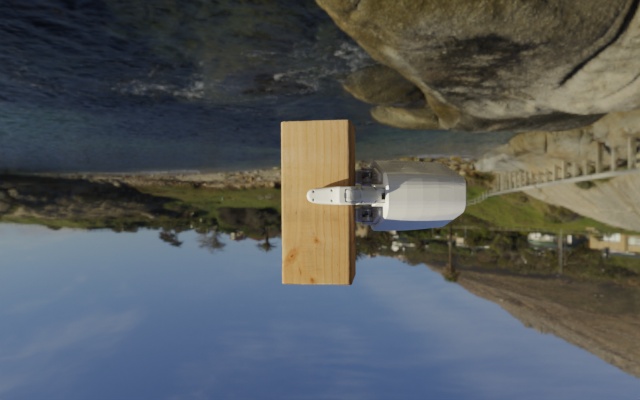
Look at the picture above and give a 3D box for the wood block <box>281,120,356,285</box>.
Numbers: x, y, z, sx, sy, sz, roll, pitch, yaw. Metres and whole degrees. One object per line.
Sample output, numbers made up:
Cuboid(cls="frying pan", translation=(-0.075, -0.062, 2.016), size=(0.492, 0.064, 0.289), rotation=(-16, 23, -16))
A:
Cuboid(cls="wood block", translation=(0.000, 0.002, 0.638), size=(0.090, 0.206, 0.091), rotation=(0, 0, 8))
